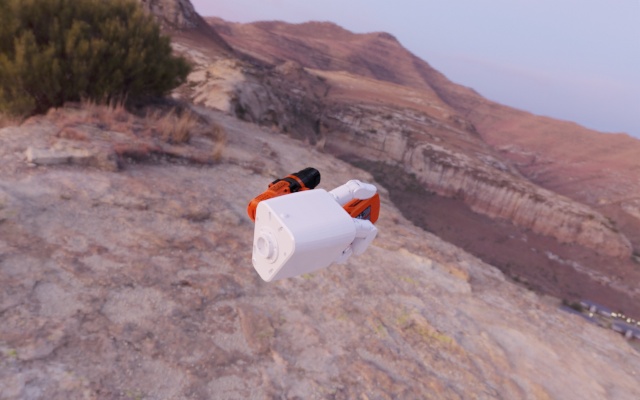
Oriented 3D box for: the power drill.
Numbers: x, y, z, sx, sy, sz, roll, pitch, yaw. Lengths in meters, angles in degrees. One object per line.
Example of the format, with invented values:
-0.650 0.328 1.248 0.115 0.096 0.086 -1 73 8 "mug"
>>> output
0.000 0.003 0.796 0.187 0.057 0.184 13 33 30 "power drill"
